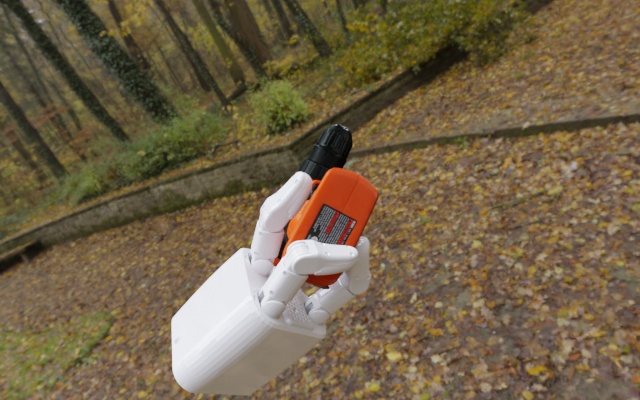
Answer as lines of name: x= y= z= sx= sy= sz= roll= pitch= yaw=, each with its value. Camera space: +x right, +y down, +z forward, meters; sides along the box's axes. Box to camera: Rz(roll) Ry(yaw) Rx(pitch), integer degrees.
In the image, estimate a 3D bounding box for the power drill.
power drill: x=0.000 y=0.002 z=0.500 sx=0.057 sy=0.184 sz=0.187 roll=25 pitch=1 yaw=-11
